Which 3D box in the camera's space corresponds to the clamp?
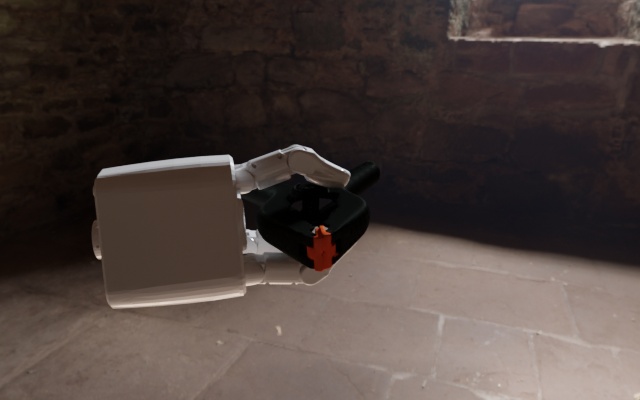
[{"bbox_3d":[0.000,0.001,0.431,0.164,0.036,0.210,-7,20,-11],"label":"clamp"}]
